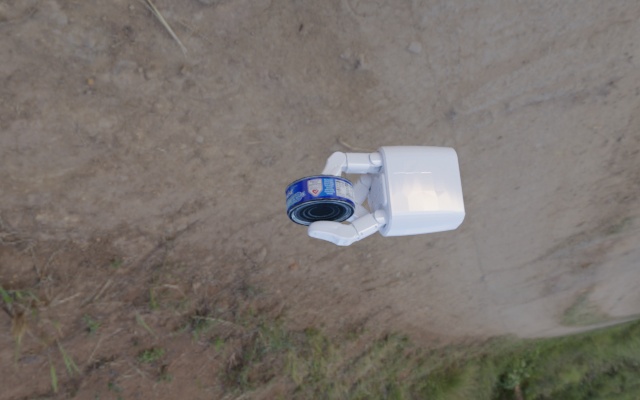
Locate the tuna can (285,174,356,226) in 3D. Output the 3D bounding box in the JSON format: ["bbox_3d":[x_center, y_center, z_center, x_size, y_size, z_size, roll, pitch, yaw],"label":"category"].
[{"bbox_3d":[0.000,0.002,0.590,0.086,0.033,0.086,-4,-24,-2],"label":"tuna can"}]
